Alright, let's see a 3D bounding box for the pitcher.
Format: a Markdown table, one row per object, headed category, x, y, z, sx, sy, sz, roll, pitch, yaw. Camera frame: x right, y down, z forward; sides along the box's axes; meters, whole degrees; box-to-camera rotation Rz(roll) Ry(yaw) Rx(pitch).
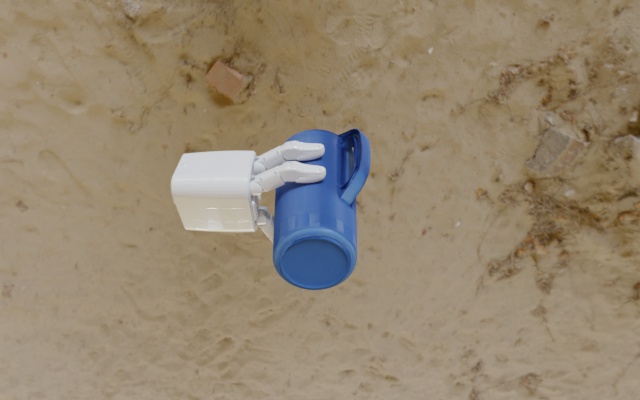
| category | x | y | z | sx | sy | sz | roll | pitch | yaw |
| --- | --- | --- | --- | --- | --- | --- | --- | --- | --- |
| pitcher | 0.000 | 0.002 | 0.691 | 0.145 | 0.149 | 0.242 | 0 | 36 | 0 |
